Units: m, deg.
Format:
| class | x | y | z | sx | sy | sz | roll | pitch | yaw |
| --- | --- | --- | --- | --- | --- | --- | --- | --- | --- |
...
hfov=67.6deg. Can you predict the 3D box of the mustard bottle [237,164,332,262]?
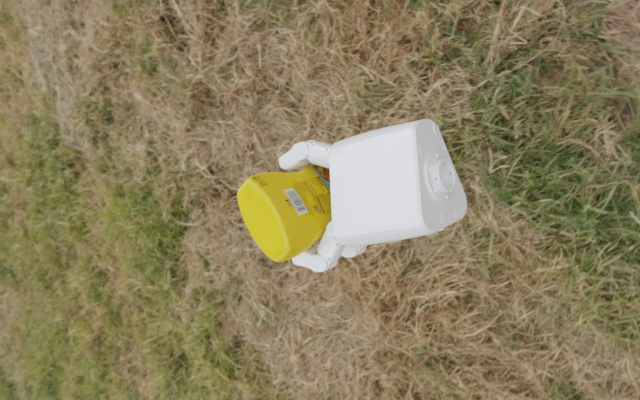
| class | x | y | z | sx | sy | sz | roll | pitch | yaw |
| --- | --- | --- | --- | --- | --- | --- | --- | --- | --- |
| mustard bottle | 0.000 | 0.002 | 0.569 | 0.191 | 0.096 | 0.058 | -17 | -21 | -46 |
